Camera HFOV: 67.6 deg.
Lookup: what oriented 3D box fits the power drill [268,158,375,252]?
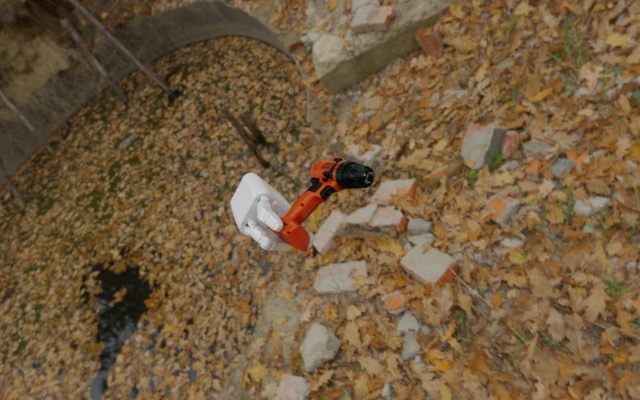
[{"bbox_3d":[0.000,0.003,0.872,0.057,0.187,0.184,47,-15,-23],"label":"power drill"}]
